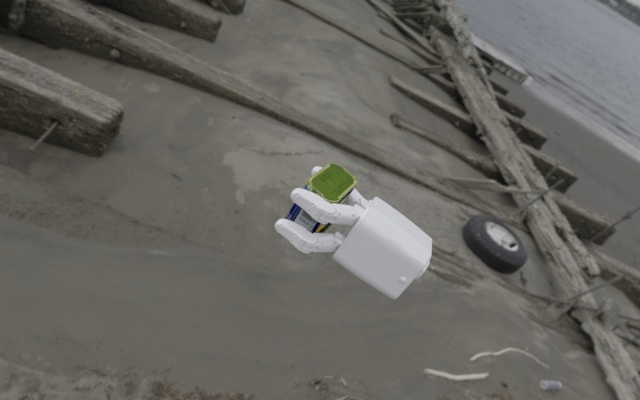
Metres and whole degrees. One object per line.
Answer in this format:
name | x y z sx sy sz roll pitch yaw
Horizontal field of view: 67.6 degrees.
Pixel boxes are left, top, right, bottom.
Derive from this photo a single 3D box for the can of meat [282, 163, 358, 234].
can of meat | 0.000 0.002 0.677 0.057 0.084 0.102 38 34 8
